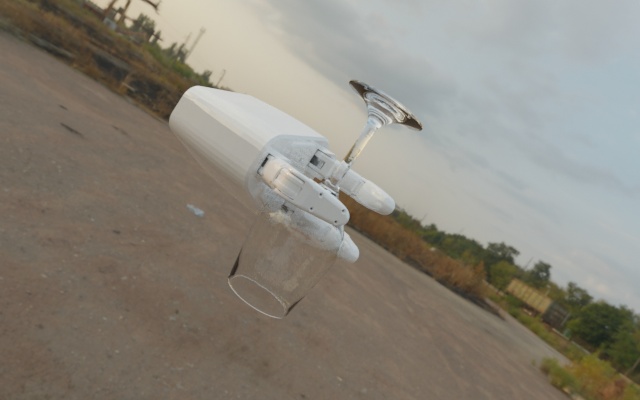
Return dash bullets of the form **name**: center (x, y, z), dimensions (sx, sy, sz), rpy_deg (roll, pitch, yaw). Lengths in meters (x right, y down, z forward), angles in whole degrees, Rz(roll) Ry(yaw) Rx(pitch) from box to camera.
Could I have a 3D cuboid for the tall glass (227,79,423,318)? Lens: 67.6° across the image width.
- **tall glass**: center (0.001, 0.001, 0.410), dimensions (0.079, 0.201, 0.079), rpy_deg (34, 3, -2)
